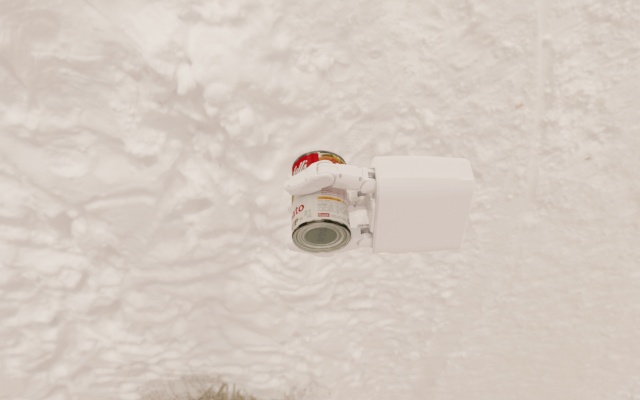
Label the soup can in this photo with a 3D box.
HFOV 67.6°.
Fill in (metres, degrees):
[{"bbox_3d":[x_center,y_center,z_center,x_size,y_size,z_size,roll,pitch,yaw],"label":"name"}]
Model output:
[{"bbox_3d":[0.000,0.002,0.555,0.068,0.102,0.069,-1,-36,-1],"label":"soup can"}]
